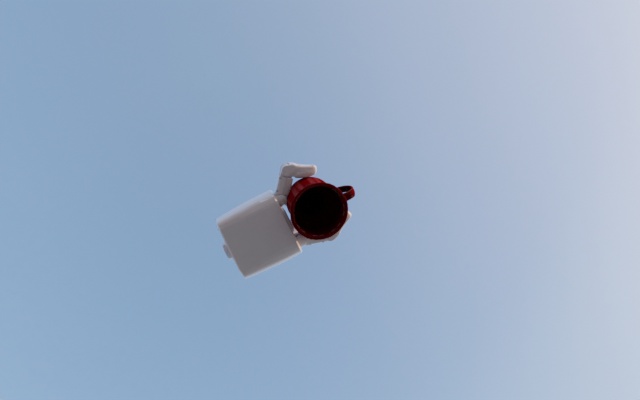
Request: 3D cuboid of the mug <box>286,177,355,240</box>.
[{"bbox_3d":[0.001,0.002,0.780,0.117,0.093,0.081,-25,19,-6],"label":"mug"}]
